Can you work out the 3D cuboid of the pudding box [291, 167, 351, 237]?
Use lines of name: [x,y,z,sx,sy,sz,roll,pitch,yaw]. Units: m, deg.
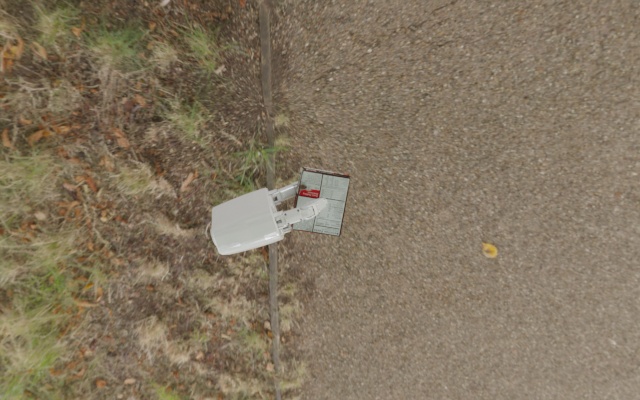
pudding box: [0.000,0.003,0.850,0.090,0.113,0.039,9,10,-8]
